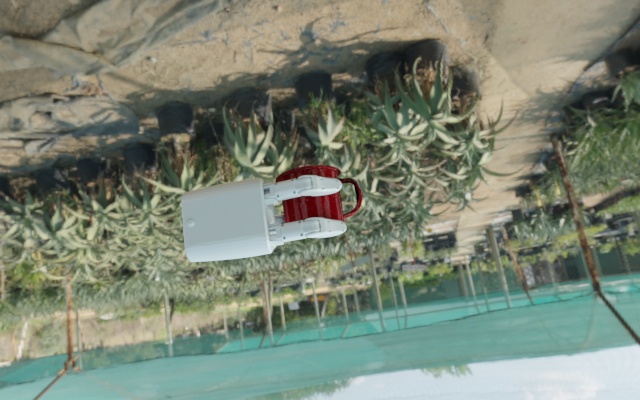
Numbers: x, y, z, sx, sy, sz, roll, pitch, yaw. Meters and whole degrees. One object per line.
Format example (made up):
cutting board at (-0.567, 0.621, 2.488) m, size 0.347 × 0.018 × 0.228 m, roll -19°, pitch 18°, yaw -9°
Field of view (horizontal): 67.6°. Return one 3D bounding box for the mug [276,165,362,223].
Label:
mug at (0.002, 0.002, 0.665) m, size 0.117 × 0.081 × 0.093 m, roll -9°, pitch -14°, yaw 2°
